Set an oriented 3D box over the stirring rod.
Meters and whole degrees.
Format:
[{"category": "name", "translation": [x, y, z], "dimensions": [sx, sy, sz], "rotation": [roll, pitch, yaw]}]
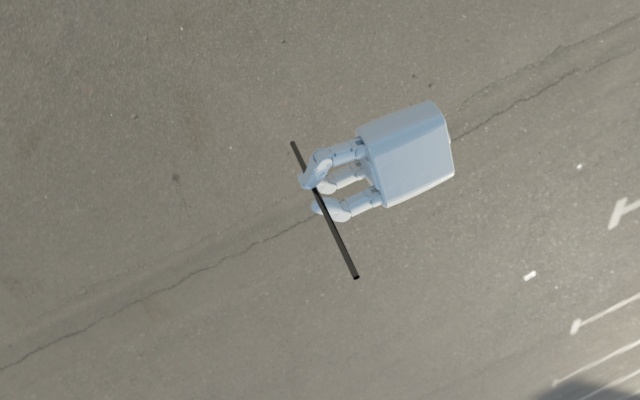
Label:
[{"category": "stirring rod", "translation": [0.000, 0.002, 0.608], "dimensions": [0.011, 0.239, 0.011], "rotation": [-15, -40, -13]}]
